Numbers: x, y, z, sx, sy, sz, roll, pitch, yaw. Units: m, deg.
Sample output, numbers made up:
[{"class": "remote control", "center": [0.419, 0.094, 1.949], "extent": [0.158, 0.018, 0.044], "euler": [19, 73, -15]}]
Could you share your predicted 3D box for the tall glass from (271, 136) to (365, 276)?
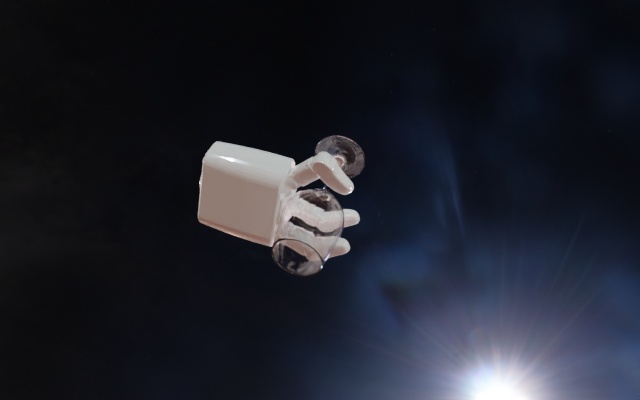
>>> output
[{"class": "tall glass", "center": [0.000, 0.002, 0.611], "extent": [0.079, 0.079, 0.201], "euler": [0, 40, 20]}]
